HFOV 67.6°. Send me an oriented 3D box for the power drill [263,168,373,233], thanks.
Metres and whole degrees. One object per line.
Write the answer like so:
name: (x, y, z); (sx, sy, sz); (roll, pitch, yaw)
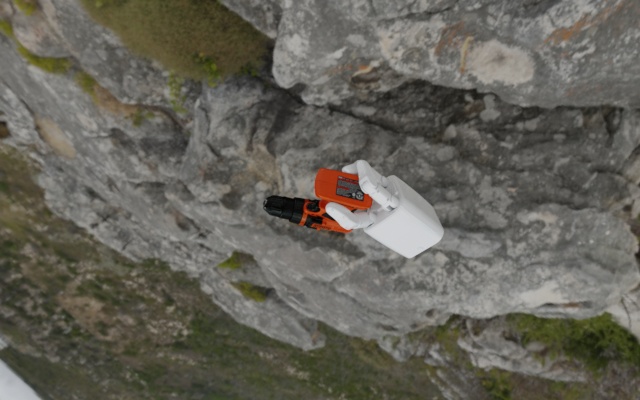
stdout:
power drill: (0.001, 0.003, 0.862); (0.184, 0.057, 0.188); (11, -20, -15)
